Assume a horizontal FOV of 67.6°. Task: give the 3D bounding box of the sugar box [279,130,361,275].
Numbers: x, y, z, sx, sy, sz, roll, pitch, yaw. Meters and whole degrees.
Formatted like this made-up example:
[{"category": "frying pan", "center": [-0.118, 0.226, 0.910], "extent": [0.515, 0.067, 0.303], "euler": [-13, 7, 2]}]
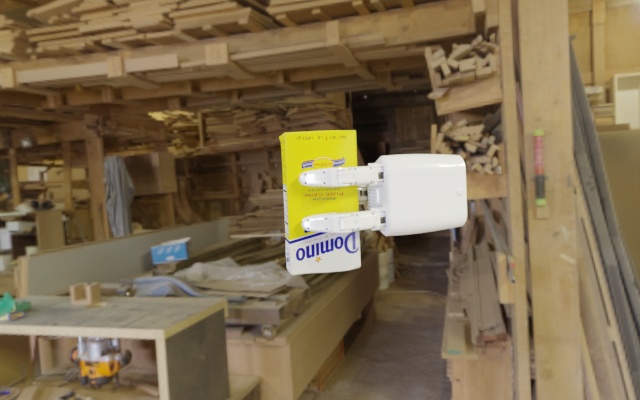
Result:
[{"category": "sugar box", "center": [0.000, 0.002, 0.603], "extent": [0.093, 0.176, 0.048], "euler": [-4, 3, -11]}]
